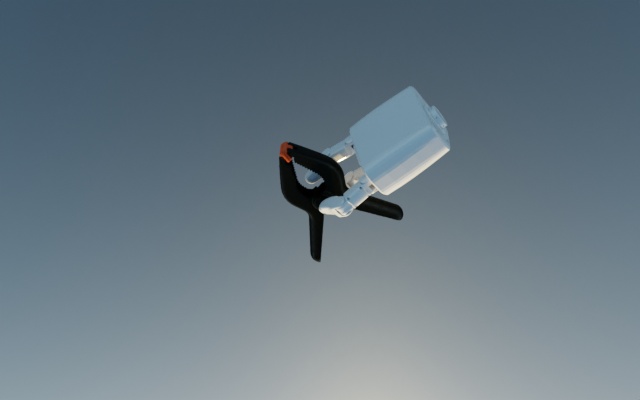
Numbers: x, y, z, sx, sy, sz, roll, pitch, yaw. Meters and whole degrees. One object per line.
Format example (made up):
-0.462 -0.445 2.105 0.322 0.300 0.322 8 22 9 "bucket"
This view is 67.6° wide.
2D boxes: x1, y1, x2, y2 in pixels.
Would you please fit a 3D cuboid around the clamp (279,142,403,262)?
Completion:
0.000 0.002 0.710 0.164 0.210 0.036 -37 29 21 "clamp"
